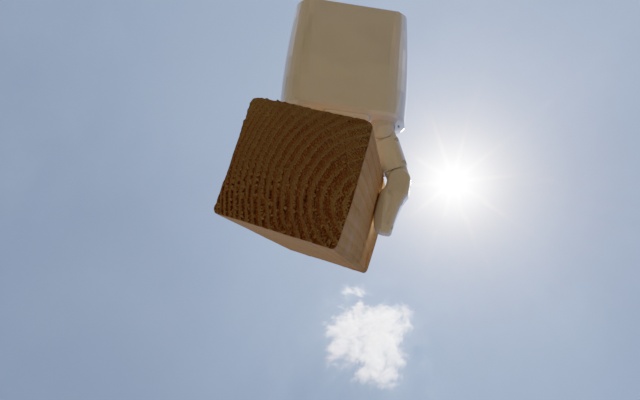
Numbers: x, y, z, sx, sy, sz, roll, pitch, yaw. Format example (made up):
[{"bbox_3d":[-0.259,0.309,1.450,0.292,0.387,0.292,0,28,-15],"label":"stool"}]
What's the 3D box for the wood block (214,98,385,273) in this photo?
[{"bbox_3d":[0.000,0.001,0.414,0.091,0.090,0.206,15,-9,14],"label":"wood block"}]
